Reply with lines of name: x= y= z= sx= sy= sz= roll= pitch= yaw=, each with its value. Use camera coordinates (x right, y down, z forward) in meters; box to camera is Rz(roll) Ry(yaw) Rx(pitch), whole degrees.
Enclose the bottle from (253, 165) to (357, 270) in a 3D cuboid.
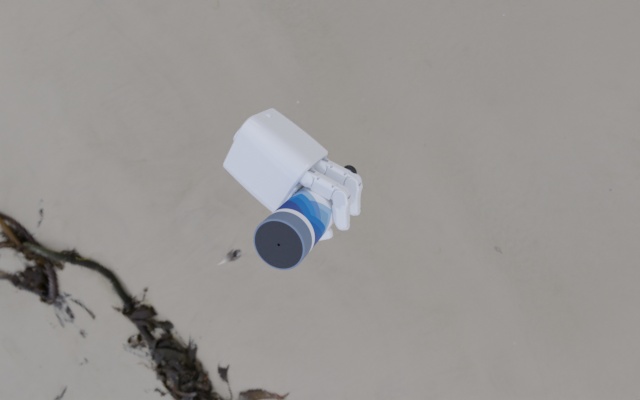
bottle: x=0.000 y=0.002 z=0.689 sx=0.069 sy=0.069 sz=0.295 roll=0 pitch=20 yaw=21
